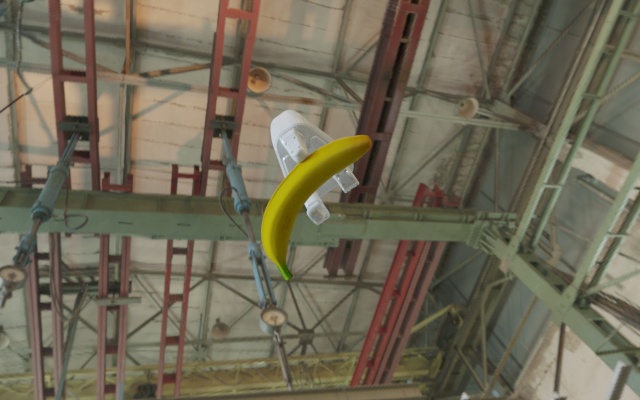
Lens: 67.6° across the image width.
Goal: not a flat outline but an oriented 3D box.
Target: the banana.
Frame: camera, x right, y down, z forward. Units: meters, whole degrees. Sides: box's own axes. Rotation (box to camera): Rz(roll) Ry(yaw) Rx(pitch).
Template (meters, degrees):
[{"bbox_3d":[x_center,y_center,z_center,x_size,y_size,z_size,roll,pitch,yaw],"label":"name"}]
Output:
[{"bbox_3d":[-0.018,-0.004,0.563,0.069,0.198,0.037,29,12,-13],"label":"banana"}]
